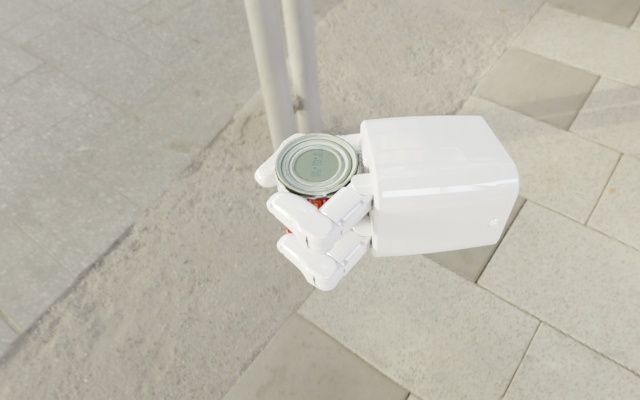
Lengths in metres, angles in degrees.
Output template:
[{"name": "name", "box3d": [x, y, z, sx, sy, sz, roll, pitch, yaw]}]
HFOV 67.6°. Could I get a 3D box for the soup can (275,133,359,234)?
[{"name": "soup can", "box3d": [0.000, 0.001, 0.409, 0.068, 0.068, 0.102, 0, -38, 4]}]
